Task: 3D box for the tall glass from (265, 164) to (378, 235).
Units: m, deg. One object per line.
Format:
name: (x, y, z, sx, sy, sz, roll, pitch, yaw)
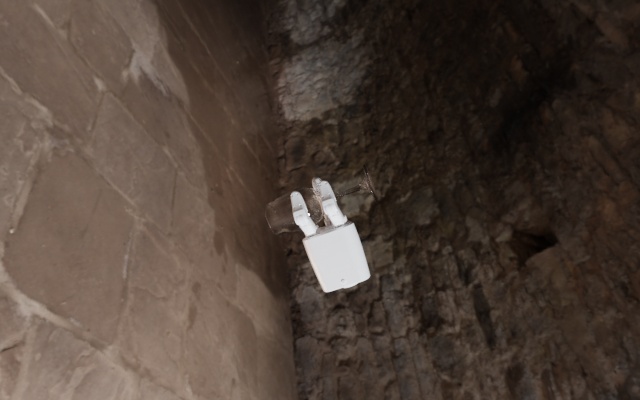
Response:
tall glass: (0.001, 0.003, 0.882, 0.201, 0.079, 0.079, -20, -4, 12)
